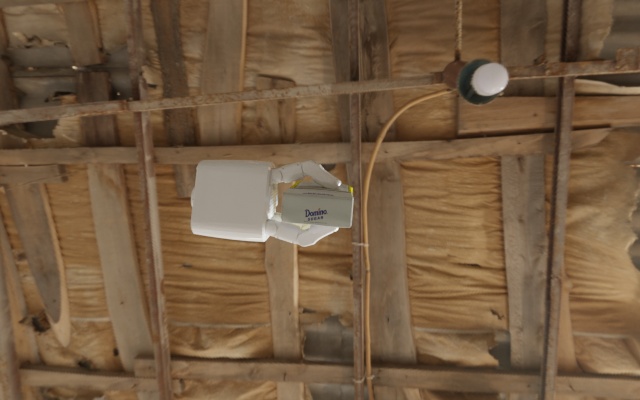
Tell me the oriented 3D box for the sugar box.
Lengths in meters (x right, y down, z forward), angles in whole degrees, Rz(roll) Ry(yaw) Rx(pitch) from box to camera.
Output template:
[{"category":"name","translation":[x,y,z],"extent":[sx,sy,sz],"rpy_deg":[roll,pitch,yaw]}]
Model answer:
[{"category":"sugar box","translation":[0.000,0.003,0.694],"extent":[0.093,0.048,0.176],"rpy_deg":[5,10,3]}]
